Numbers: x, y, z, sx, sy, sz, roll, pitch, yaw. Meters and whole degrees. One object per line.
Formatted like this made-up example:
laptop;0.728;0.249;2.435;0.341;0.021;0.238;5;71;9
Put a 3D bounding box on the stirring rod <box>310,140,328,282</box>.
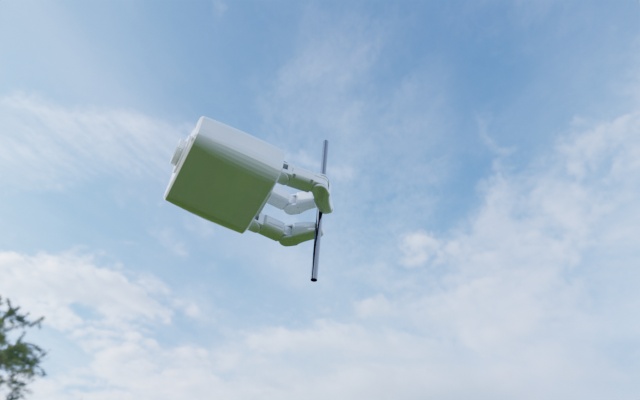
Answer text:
stirring rod;0.000;0.002;0.624;0.011;0.239;0.011;3;-42;2
